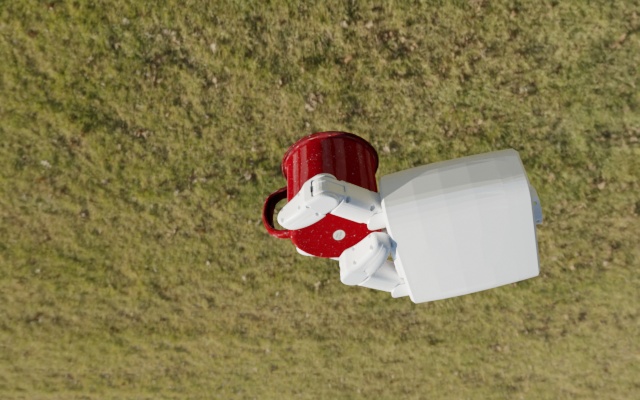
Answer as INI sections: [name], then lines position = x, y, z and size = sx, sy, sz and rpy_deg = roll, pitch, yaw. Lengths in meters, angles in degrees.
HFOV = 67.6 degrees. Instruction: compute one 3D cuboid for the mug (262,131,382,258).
[mug]
position = -0.001, 0.002, 0.435
size = 0.117, 0.081, 0.093
rpy_deg = -15, -39, 15
